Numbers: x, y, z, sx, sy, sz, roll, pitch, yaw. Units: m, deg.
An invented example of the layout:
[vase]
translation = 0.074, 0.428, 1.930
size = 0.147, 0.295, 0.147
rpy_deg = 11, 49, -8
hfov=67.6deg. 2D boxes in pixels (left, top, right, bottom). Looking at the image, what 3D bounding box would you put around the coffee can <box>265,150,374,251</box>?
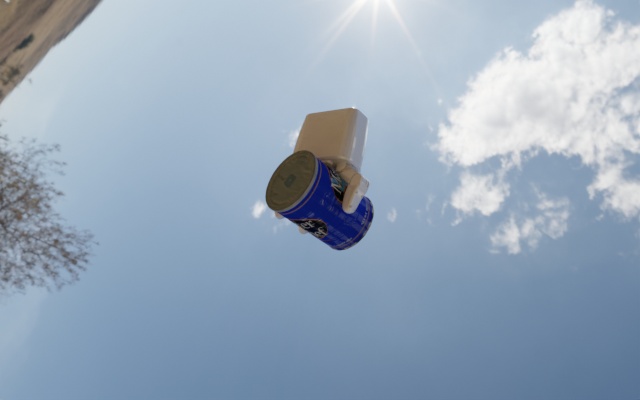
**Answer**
[coffee can]
translation = 0.000, 0.002, 0.739
size = 0.103, 0.102, 0.140
rpy_deg = 0, -28, 48
